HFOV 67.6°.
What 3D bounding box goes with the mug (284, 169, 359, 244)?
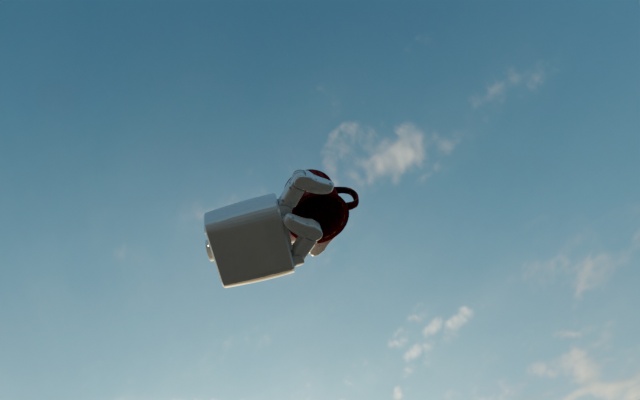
[{"bbox_3d":[0.001,0.002,0.729,0.117,0.093,0.081,-13,35,-6],"label":"mug"}]
